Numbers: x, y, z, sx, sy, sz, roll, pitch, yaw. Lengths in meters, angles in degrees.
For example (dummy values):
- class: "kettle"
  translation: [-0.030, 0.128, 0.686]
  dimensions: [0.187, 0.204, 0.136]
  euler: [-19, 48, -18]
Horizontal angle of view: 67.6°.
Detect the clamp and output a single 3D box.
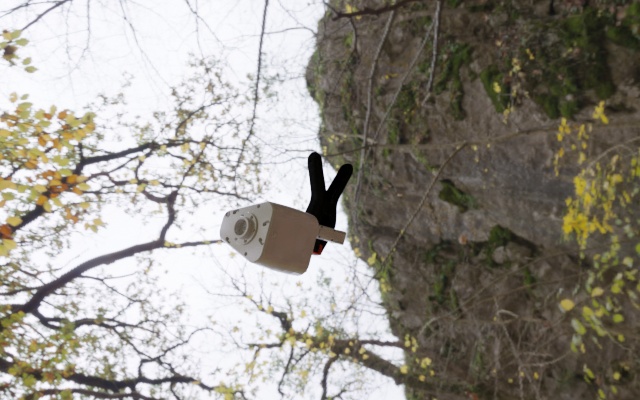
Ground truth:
- class: "clamp"
  translation: [0.000, 0.003, 0.798]
  dimensions: [0.039, 0.171, 0.120]
  euler: [8, -11, 40]
